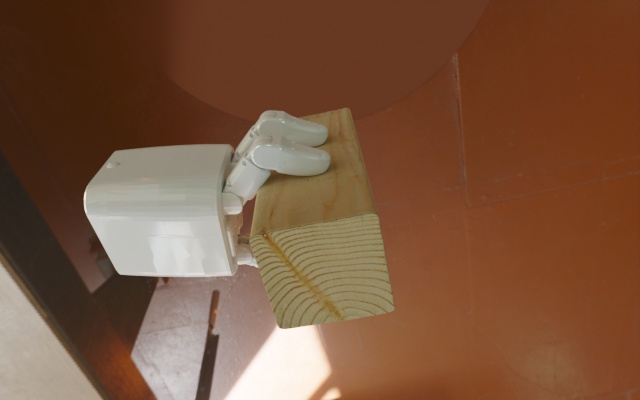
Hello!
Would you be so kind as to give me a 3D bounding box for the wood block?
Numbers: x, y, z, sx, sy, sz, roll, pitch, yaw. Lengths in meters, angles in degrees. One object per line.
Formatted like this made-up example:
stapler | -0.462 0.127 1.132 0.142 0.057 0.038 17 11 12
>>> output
wood block | 0.000 0.002 0.421 0.090 0.091 0.206 -11 30 4
